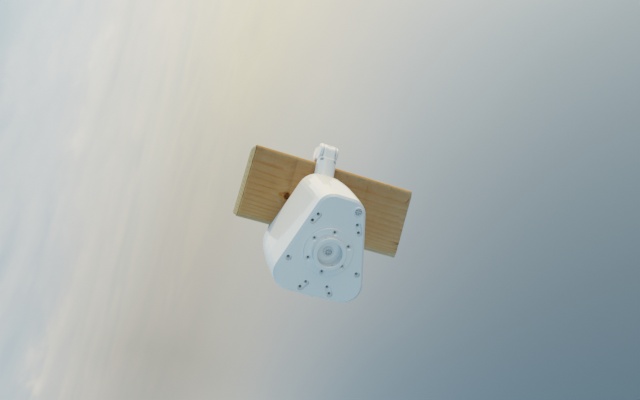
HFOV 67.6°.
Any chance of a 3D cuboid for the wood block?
[{"bbox_3d":[0.000,0.002,0.625,0.206,0.091,0.090,16,-2,-13],"label":"wood block"}]
